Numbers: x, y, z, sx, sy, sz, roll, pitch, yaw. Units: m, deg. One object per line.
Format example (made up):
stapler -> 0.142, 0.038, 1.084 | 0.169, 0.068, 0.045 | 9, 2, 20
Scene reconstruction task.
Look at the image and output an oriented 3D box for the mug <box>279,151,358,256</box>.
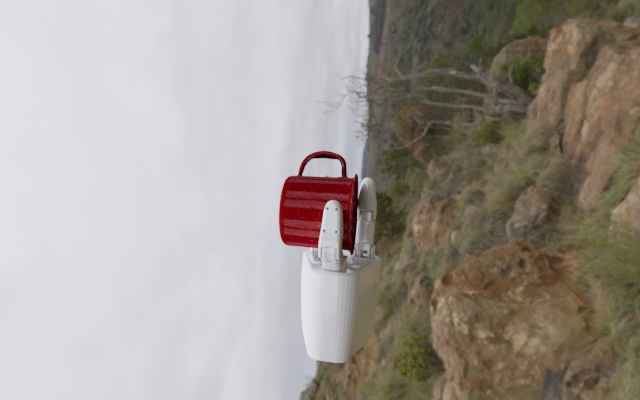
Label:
mug -> 0.000, 0.000, 0.546 | 0.081, 0.117, 0.093 | 3, 5, 7
